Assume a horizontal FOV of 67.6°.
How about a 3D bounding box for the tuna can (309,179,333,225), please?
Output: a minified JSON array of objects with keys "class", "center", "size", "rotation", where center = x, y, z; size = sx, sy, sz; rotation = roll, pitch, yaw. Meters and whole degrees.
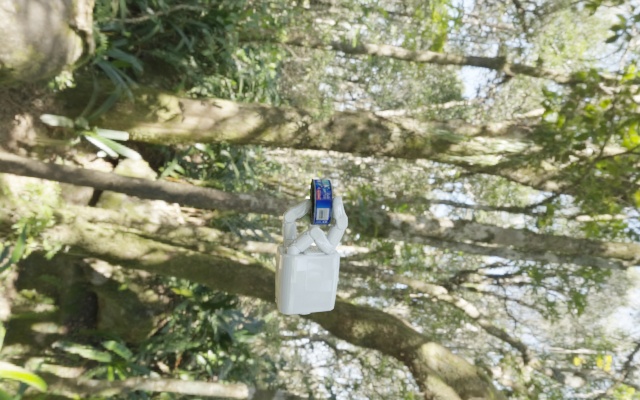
[{"class":"tuna can","center":[0.001,0.003,0.879],"size":[0.034,0.086,0.086],"rotation":[1,0,-7]}]
